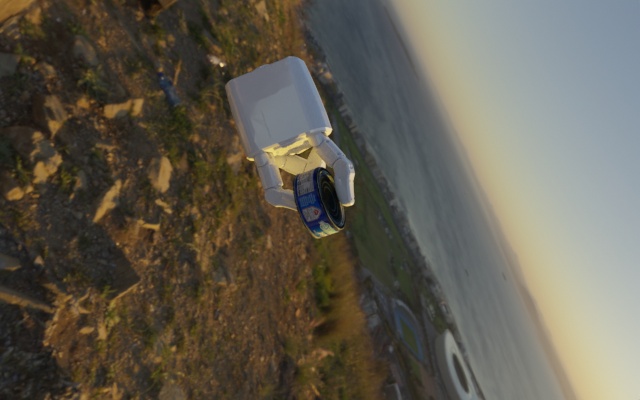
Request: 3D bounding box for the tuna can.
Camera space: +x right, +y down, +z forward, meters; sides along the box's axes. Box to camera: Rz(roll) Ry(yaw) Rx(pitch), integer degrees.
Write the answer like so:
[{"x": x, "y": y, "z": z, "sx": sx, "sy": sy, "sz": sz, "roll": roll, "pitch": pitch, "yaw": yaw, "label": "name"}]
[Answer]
[{"x": 0.001, "y": 0.002, "z": 0.597, "sx": 0.034, "sy": 0.086, "sz": 0.086, "roll": -19, "pitch": -6, "yaw": 19, "label": "tuna can"}]
